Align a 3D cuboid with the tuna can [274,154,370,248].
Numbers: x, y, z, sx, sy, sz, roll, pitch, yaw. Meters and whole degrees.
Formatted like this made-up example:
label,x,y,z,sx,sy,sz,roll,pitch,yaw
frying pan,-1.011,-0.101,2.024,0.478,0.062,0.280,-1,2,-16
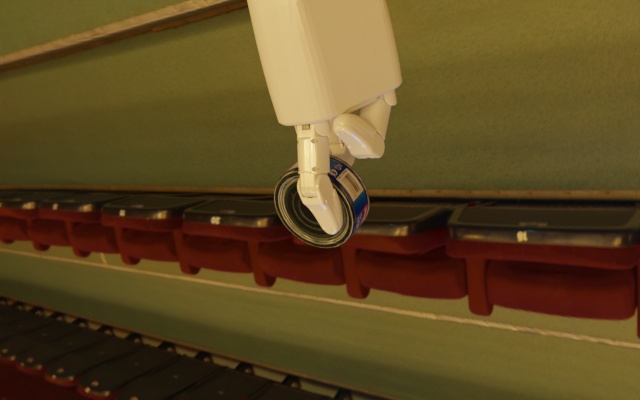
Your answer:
label,x,y,z,sx,sy,sz,roll,pitch,yaw
tuna can,0.000,0.002,0.445,0.086,0.086,0.033,0,30,33
